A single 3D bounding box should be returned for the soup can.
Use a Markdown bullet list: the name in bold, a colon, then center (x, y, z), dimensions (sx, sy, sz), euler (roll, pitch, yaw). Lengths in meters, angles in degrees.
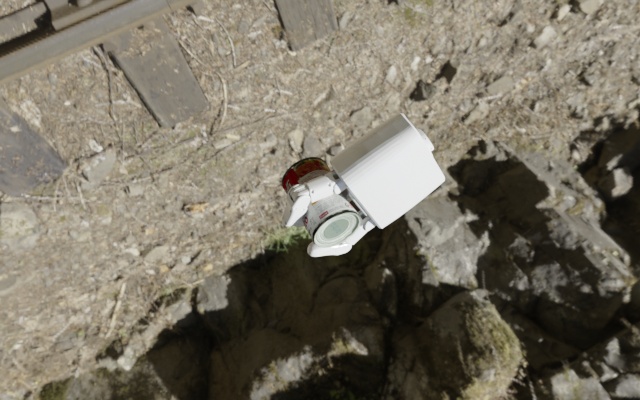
- **soup can**: center (0.000, 0.002, 0.619), dimensions (0.068, 0.102, 0.069), euler (-20, -36, -16)
